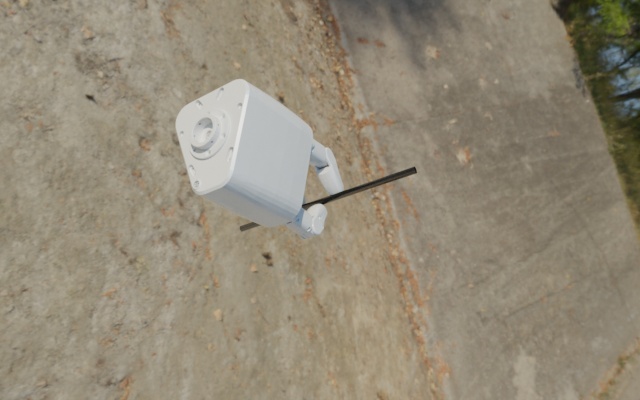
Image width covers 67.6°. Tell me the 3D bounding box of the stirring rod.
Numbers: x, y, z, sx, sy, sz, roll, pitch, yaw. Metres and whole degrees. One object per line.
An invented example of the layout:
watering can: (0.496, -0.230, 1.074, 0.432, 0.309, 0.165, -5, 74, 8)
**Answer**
stirring rod: (0.000, 0.002, 0.568, 0.239, 0.011, 0.011, -19, -8, 26)
